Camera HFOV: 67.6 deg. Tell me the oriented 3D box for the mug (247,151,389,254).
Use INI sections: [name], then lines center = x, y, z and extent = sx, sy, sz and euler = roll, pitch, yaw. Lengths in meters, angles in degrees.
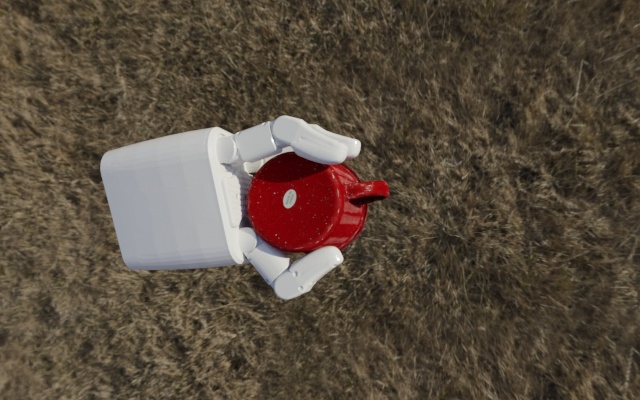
[mug]
center = 0.001, 0.001, 0.407
extent = 0.117, 0.093, 0.081
euler = -8, -6, 15
